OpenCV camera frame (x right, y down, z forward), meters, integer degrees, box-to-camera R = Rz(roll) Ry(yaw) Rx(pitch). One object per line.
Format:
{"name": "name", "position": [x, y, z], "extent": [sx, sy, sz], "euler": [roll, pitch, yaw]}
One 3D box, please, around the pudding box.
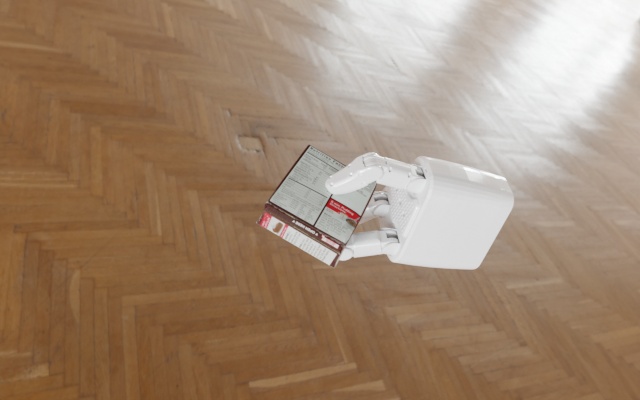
{"name": "pudding box", "position": [0.000, 0.002, 0.494], "extent": [0.090, 0.039, 0.113], "euler": [29, 42, 2]}
